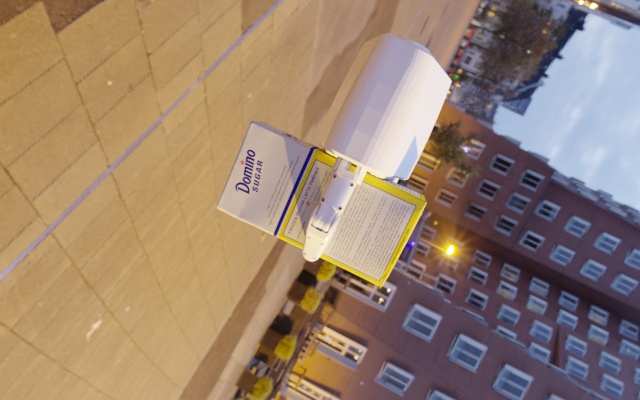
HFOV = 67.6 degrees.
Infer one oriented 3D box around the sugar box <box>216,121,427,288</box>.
[{"bbox_3d":[0.000,0.001,0.455,0.176,0.093,0.048,26,11,7],"label":"sugar box"}]
